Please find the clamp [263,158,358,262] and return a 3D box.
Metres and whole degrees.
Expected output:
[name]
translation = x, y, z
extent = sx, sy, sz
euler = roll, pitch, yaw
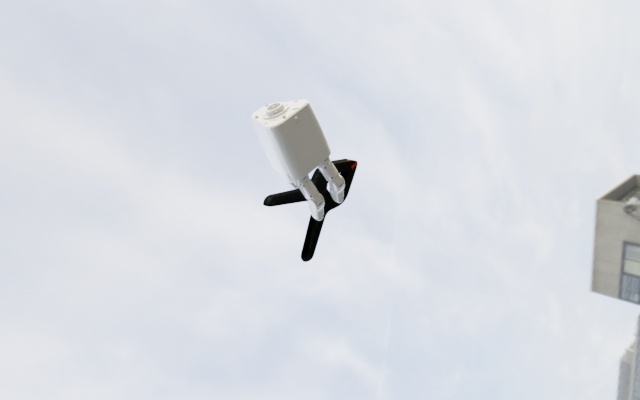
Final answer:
[clamp]
translation = 0.000, 0.002, 0.895
extent = 0.036, 0.165, 0.210
euler = 19, 51, 45
